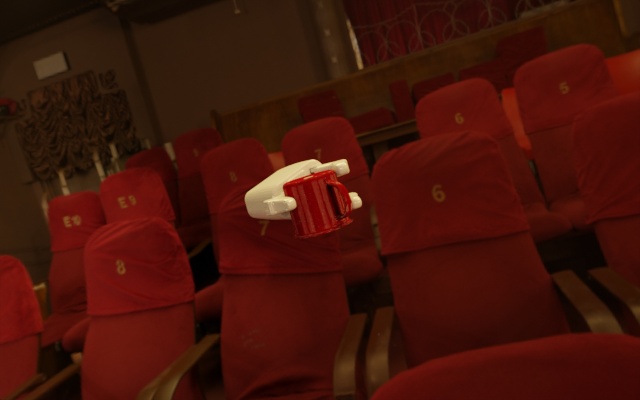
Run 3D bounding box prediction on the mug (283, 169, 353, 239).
[{"bbox_3d":[0.001,0.002,0.694,0.093,0.081,0.117,-22,8,-37],"label":"mug"}]
